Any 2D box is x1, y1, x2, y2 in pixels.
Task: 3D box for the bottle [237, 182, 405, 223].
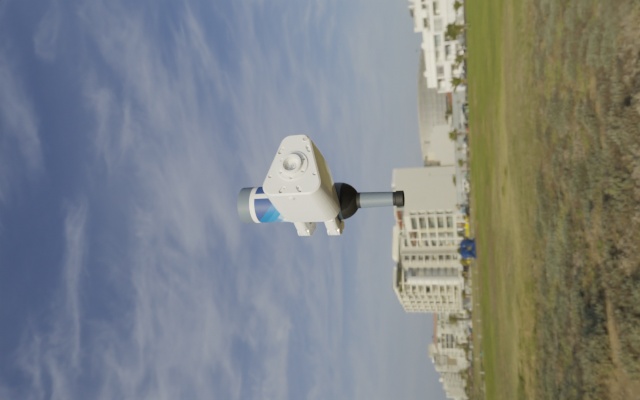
[{"bbox_3d":[0.000,0.003,0.850,0.296,0.069,0.069,-3,-1,16],"label":"bottle"}]
